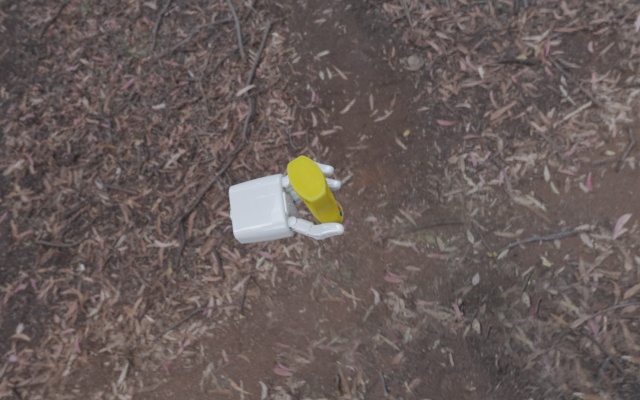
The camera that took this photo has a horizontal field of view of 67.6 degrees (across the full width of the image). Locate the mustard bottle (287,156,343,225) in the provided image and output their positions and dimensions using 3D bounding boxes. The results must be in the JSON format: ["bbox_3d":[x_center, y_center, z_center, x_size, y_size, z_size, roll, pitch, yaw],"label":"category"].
[{"bbox_3d":[0.000,0.003,0.881,0.058,0.096,0.192,-33,-31,-1],"label":"mustard bottle"}]
